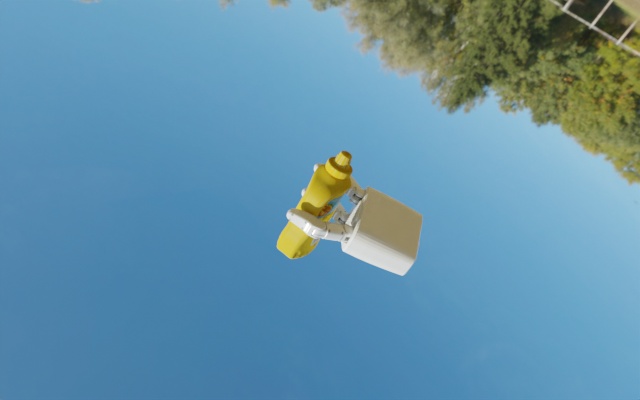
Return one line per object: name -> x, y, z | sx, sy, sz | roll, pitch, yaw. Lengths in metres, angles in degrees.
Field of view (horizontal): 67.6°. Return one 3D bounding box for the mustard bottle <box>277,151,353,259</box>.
mustard bottle -> 0.000, 0.002, 0.750 | 0.058, 0.192, 0.096 | 39, 34, 13
